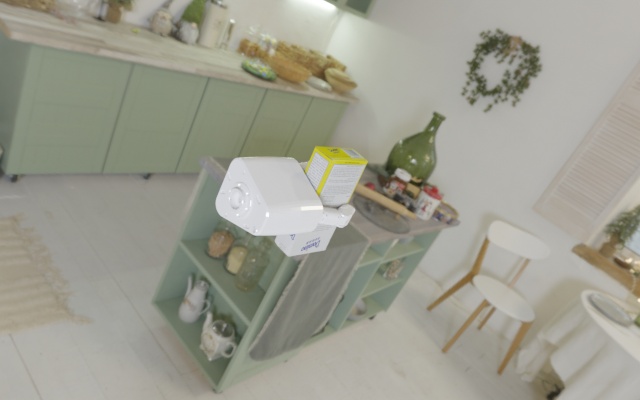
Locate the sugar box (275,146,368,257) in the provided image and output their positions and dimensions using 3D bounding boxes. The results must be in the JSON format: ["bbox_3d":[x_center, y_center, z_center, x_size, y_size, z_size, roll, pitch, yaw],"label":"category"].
[{"bbox_3d":[0.000,0.002,0.749,0.093,0.176,0.048,-3,38,-49],"label":"sugar box"}]
